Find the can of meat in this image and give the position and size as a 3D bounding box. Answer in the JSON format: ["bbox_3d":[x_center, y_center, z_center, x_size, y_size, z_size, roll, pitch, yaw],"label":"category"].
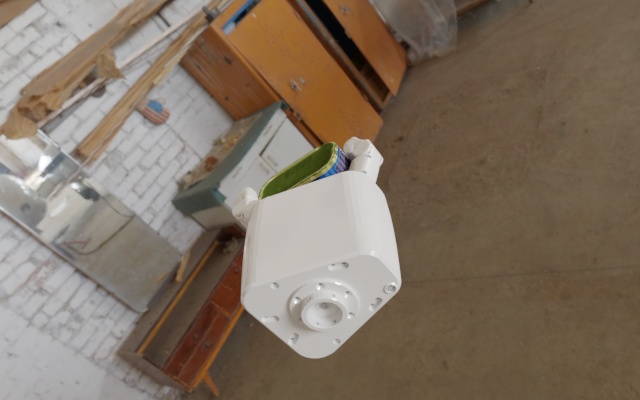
[{"bbox_3d":[0.000,0.001,0.477,0.102,0.084,0.057,-32,28,22],"label":"can of meat"}]
